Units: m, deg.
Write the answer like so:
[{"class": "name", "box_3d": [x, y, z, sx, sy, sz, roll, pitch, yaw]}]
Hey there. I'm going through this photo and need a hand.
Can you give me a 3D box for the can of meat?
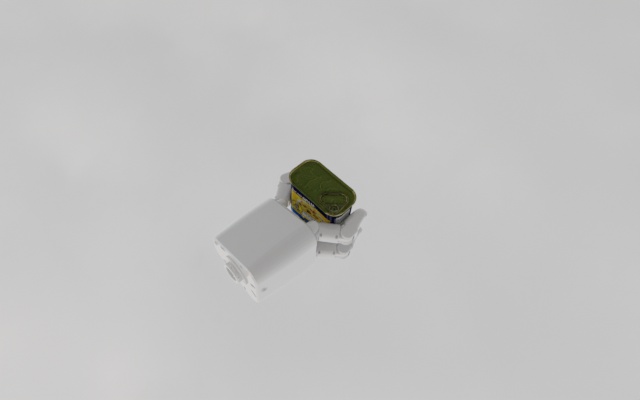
[{"class": "can of meat", "box_3d": [0.000, 0.002, 0.712, 0.057, 0.102, 0.084, -39, -22, -26]}]
